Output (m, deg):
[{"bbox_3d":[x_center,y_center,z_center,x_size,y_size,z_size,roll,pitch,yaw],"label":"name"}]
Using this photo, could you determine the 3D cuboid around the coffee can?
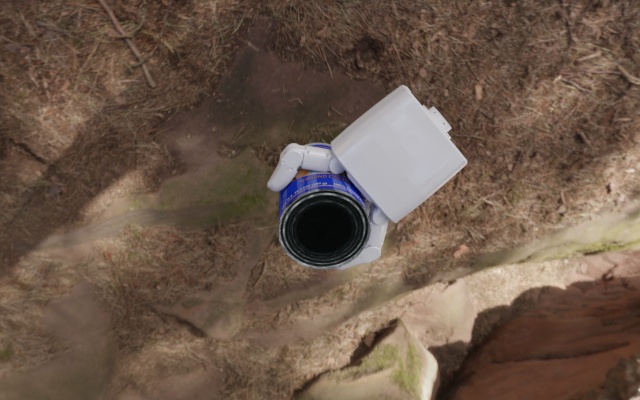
[{"bbox_3d":[0.000,0.002,0.581,0.103,0.103,0.140,0,27,-4],"label":"coffee can"}]
